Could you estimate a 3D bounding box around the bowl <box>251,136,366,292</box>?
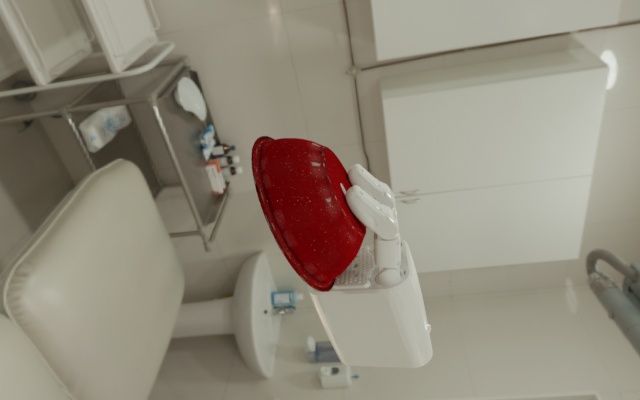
[{"bbox_3d":[0.000,0.000,0.454,0.055,0.162,0.162,-24,-7,15],"label":"bowl"}]
